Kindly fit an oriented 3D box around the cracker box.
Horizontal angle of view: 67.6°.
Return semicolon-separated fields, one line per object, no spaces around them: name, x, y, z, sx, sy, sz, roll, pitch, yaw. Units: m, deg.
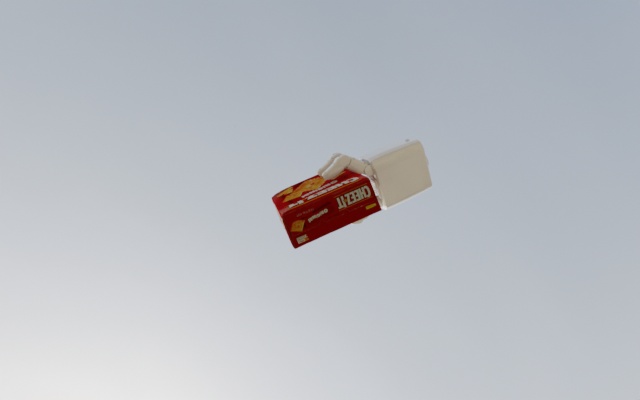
cracker box;0.000;0.003;0.892;0.164;0.072;0.213;-24;12;-6
